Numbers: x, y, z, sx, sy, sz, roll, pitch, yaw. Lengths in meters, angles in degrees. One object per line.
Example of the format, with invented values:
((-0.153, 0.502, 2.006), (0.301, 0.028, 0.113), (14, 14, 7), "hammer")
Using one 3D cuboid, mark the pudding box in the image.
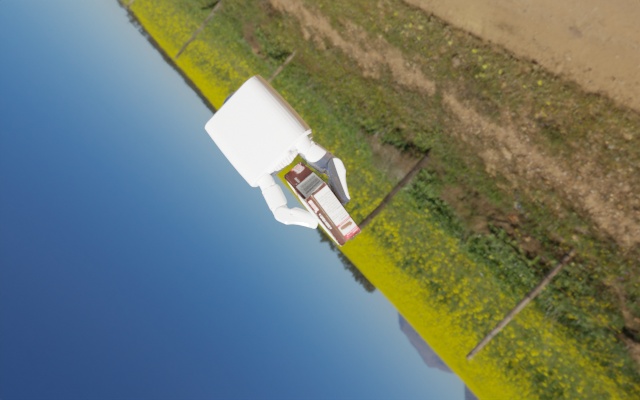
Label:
((0.000, 0.002, 0.651), (0.039, 0.090, 0.113), (-39, 26, -1), "pudding box")
